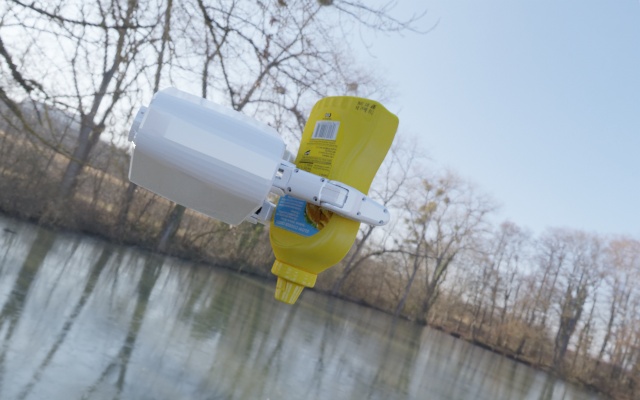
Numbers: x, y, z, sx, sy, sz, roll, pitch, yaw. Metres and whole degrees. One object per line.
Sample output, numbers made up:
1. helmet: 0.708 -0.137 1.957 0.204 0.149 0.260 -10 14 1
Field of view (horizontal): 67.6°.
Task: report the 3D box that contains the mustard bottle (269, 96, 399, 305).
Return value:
1. mustard bottle: 0.000 0.001 0.438 0.058 0.191 0.096 26 -8 -41
